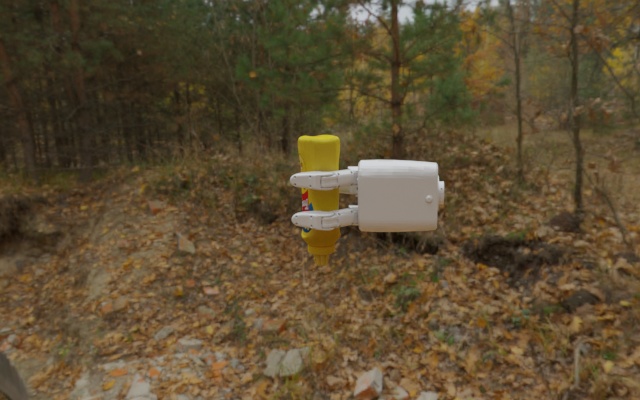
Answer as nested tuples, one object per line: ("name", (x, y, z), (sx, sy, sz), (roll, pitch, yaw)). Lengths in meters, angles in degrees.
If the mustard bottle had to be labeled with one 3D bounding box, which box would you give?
("mustard bottle", (0.000, 0.002, 0.699), (0.058, 0.192, 0.096), (-4, 12, -13))
